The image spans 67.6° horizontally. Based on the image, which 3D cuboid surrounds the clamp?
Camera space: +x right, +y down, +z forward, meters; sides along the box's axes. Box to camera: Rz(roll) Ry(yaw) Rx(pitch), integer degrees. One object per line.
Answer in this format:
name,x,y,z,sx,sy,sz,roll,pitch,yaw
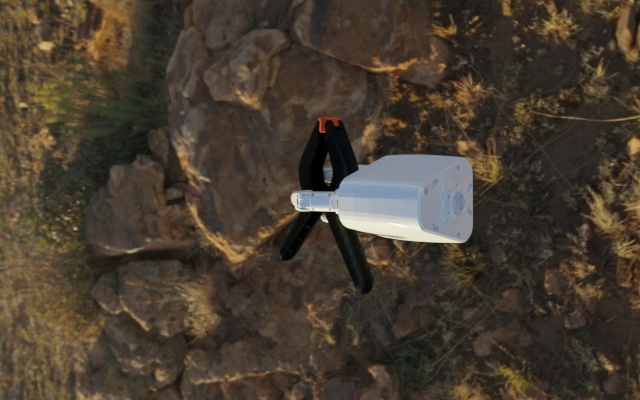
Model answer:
clamp,0.000,0.002,0.606,0.036,0.210,0.164,-7,8,-43
